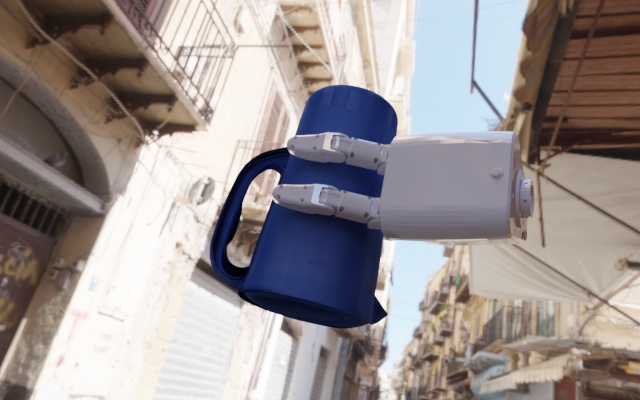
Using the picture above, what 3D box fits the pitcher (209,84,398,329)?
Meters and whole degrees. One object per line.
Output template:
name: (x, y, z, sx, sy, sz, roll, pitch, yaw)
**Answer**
pitcher: (0.000, 0.002, 0.499, 0.145, 0.242, 0.149, -1, -26, 31)
